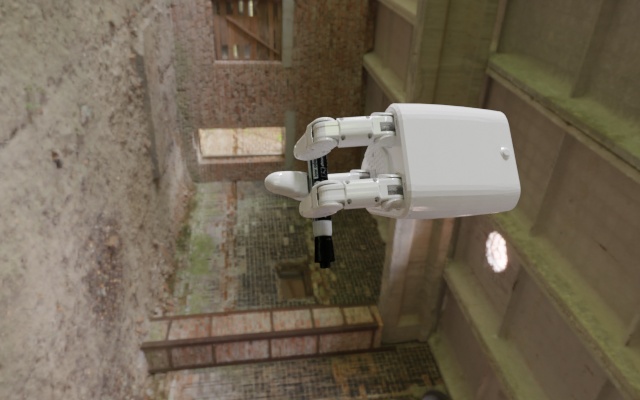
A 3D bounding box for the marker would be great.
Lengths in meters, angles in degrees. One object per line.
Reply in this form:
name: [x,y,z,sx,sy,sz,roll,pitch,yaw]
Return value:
marker: [0.000,0.001,0.438,0.020,0.121,0.020,-4,-13,-1]
